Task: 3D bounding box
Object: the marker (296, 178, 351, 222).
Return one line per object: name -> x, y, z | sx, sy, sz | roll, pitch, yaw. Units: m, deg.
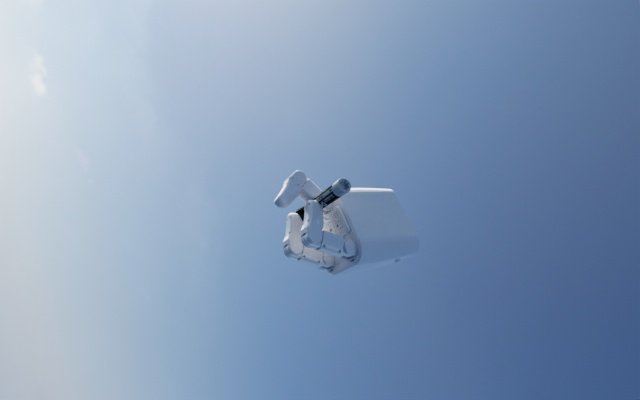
marker -> 0.000, 0.002, 0.613 | 0.020, 0.020, 0.121 | 0, -20, -30
